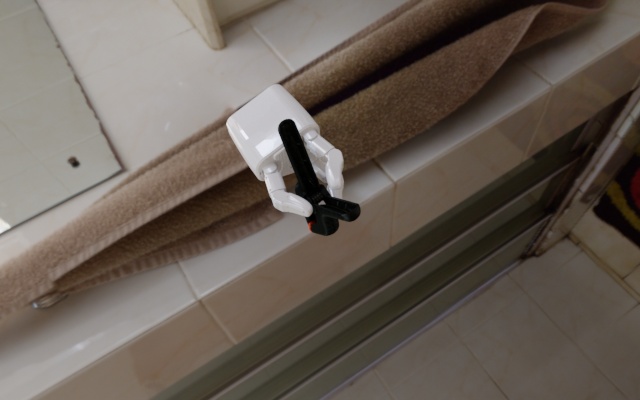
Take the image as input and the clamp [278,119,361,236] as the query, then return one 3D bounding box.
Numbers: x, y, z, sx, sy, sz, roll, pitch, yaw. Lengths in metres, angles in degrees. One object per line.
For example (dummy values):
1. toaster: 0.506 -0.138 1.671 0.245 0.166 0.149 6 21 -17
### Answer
1. clamp: -0.001 0.003 0.674 0.036 0.164 0.210 -30 -28 -14
